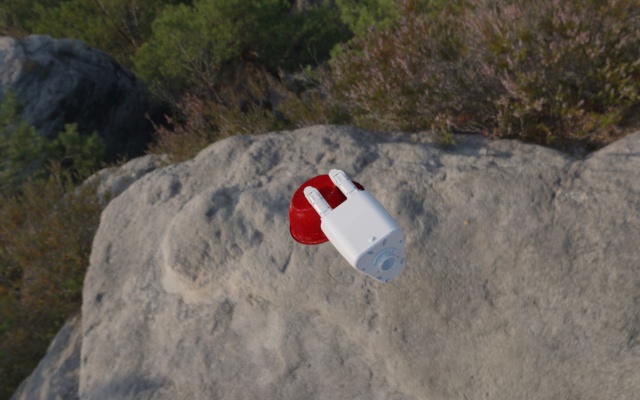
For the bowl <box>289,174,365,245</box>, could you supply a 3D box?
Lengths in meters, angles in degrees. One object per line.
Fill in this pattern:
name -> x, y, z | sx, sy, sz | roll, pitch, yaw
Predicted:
bowl -> -0.001, 0.002, 0.874 | 0.162, 0.162, 0.055 | 0, -43, 41
